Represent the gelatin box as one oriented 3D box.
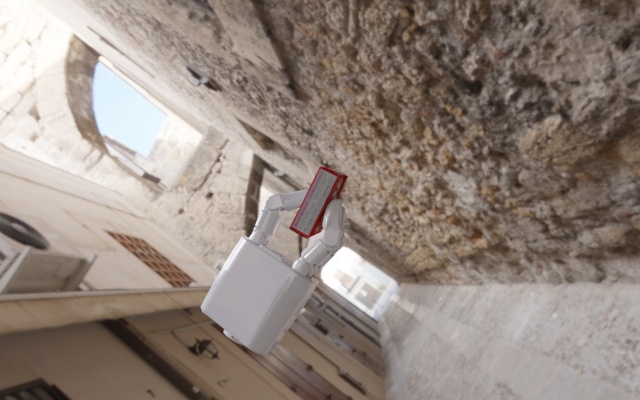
[{"bbox_3d":[0.000,0.001,0.610,0.030,0.089,0.073,27,7,10],"label":"gelatin box"}]
